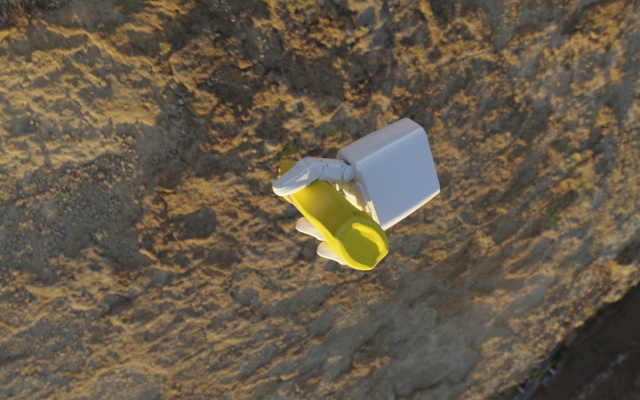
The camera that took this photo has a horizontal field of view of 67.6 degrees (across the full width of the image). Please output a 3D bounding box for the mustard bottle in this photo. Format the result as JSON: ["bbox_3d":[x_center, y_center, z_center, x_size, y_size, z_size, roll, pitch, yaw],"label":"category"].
[{"bbox_3d":[0.000,0.002,0.590,0.096,0.058,0.191,41,3,-46],"label":"mustard bottle"}]
